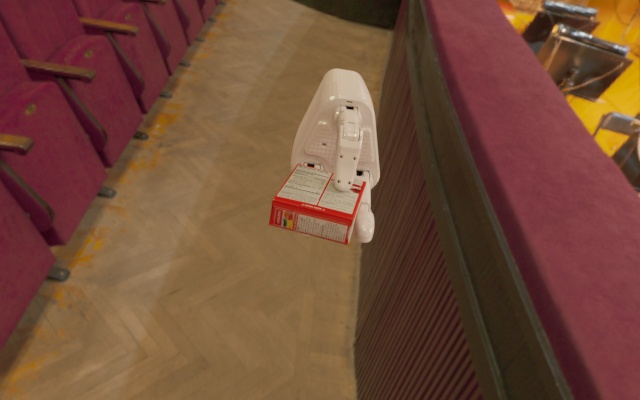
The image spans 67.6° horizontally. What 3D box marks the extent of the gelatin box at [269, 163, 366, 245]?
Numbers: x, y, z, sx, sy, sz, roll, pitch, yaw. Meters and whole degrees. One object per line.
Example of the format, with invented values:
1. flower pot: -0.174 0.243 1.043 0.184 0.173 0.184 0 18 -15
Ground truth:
1. gelatin box: 0.000 0.001 0.449 0.073 0.030 0.089 14 27 6
